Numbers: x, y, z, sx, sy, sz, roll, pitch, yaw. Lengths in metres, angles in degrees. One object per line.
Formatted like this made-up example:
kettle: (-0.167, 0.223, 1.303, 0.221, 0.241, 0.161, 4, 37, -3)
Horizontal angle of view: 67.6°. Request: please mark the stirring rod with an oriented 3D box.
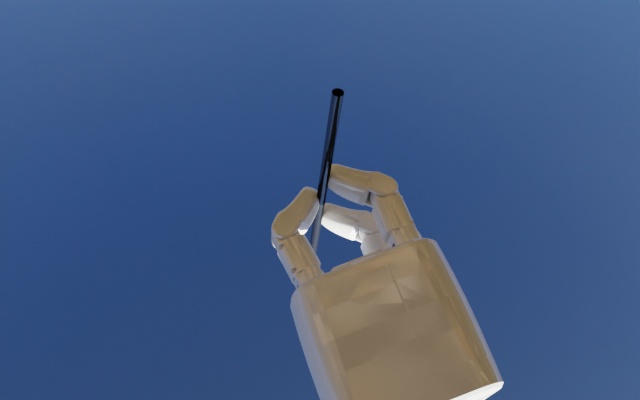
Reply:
stirring rod: (0.000, 0.001, 0.401, 0.011, 0.011, 0.240, 0, -36, -7)
